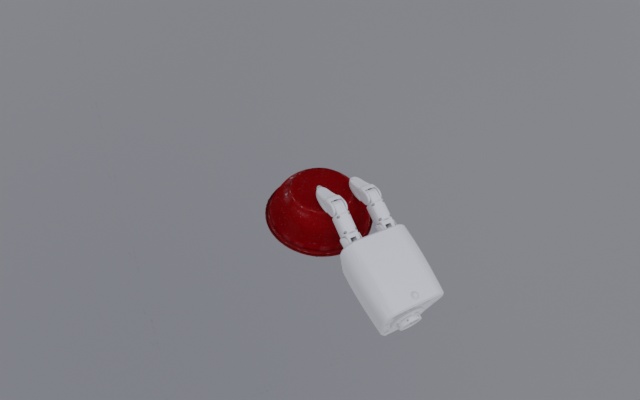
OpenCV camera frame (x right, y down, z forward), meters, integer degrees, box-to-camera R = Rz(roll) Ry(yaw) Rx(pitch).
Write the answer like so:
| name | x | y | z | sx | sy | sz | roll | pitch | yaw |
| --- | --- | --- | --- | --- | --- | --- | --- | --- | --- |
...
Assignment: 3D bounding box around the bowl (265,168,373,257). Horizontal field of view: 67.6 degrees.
| name | x | y | z | sx | sy | sz | roll | pitch | yaw |
| --- | --- | --- | --- | --- | --- | --- | --- | --- | --- |
| bowl | -0.001 | 0.001 | 0.700 | 0.162 | 0.162 | 0.055 | 0 | -43 | -6 |
